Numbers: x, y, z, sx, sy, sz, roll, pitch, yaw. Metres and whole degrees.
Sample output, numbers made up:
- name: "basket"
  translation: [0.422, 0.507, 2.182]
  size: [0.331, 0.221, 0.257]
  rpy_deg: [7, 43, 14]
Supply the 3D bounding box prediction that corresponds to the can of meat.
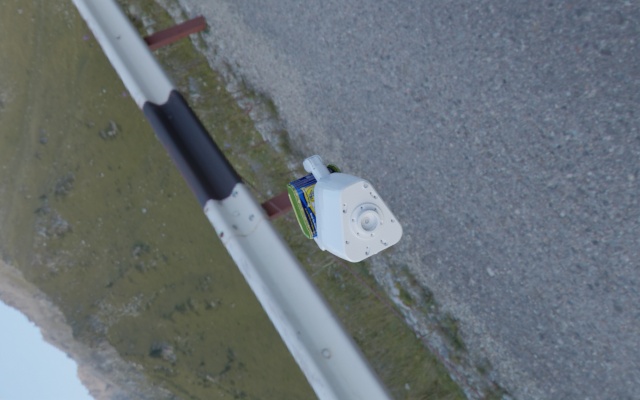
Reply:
- name: "can of meat"
  translation: [0.000, 0.003, 0.784]
  size: [0.084, 0.102, 0.057]
  rpy_deg: [-24, 16, -14]
